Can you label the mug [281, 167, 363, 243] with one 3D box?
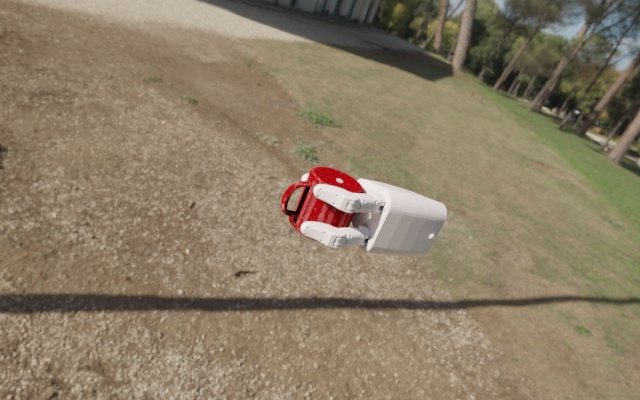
[{"bbox_3d":[-0.001,0.002,0.678,0.117,0.081,0.093,10,25,-27],"label":"mug"}]
